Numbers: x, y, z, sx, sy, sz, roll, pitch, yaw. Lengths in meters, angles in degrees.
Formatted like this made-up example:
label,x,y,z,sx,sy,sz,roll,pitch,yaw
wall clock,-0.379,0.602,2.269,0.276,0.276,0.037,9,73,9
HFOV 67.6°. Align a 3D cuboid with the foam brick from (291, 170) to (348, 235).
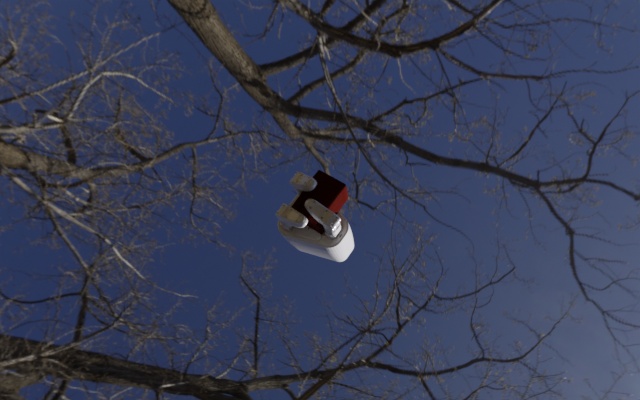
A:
label,x,y,z,sx,sy,sz,roll,pitch,yaw
foam brick,0.000,0.002,0.748,0.053,0.078,0.051,32,-13,21
